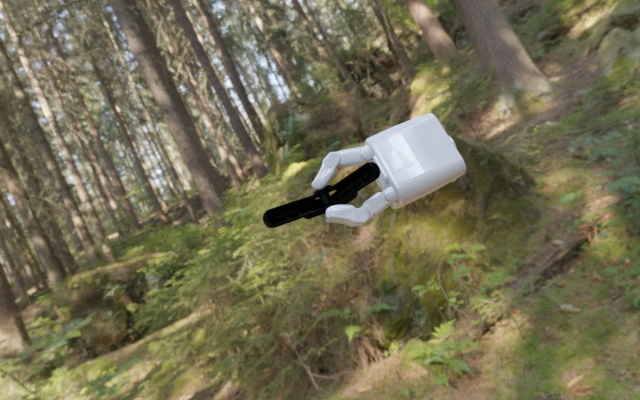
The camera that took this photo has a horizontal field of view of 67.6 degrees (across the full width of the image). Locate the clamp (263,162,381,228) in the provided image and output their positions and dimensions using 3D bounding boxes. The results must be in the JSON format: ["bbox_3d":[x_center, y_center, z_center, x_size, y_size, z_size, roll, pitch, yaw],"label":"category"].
[{"bbox_3d":[0.000,0.002,0.701,0.164,0.036,0.210,-24,-6,-3],"label":"clamp"}]
